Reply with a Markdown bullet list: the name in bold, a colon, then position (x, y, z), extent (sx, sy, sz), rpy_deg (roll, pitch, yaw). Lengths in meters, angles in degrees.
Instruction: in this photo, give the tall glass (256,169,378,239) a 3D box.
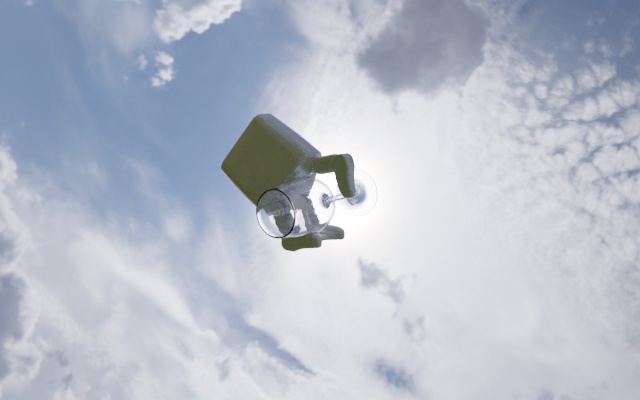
- **tall glass**: position (0.001, 0.002, 0.659), extent (0.079, 0.079, 0.201), rpy_deg (0, 8, 34)
